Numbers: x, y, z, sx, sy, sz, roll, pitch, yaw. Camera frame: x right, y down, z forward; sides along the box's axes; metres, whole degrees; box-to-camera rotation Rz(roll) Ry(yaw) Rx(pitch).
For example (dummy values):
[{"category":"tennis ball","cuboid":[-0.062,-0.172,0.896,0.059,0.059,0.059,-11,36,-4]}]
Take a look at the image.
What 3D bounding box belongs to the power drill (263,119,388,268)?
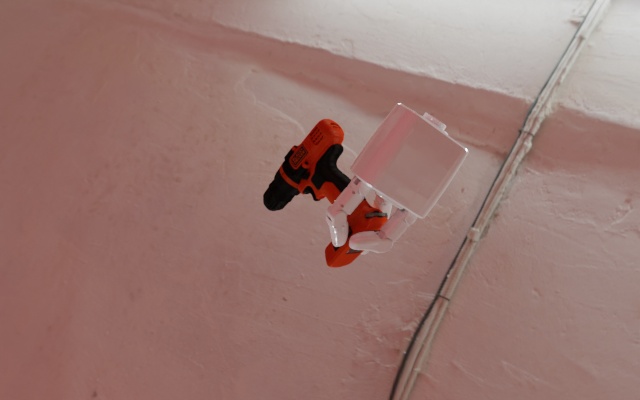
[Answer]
[{"category":"power drill","cuboid":[0.001,0.002,0.702,0.057,0.187,0.184,-2,-39,-48]}]
